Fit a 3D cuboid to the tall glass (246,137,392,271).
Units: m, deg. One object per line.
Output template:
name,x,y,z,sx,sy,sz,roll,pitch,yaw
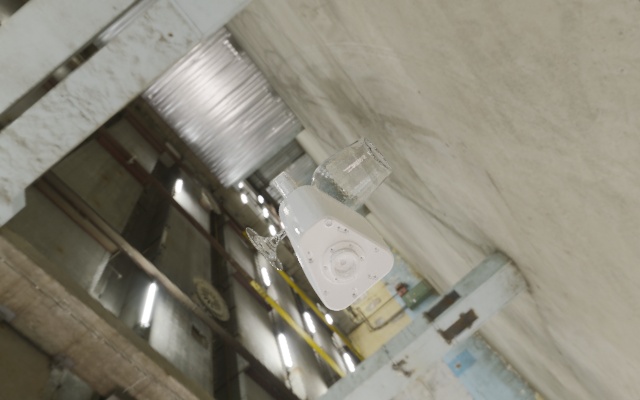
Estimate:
tall glass,-0.001,0.002,0.641,0.201,0.079,0.079,-40,-1,1
